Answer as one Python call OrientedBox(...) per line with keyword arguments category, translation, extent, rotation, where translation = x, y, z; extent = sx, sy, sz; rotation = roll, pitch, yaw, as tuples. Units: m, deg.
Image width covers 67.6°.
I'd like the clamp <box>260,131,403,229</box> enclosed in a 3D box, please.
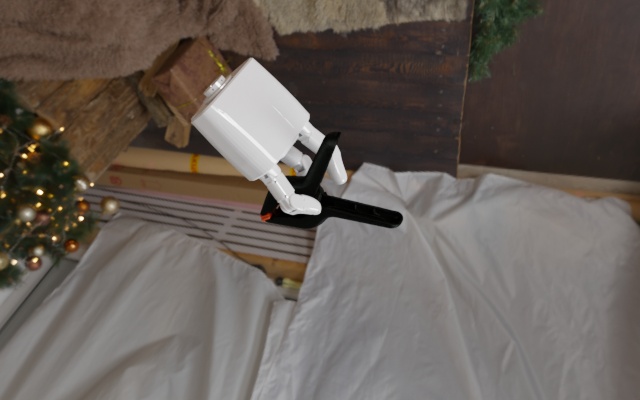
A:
OrientedBox(category="clamp", translation=(-0.001, 0.003, 0.667), extent=(0.210, 0.036, 0.164), rotation=(-24, -60, 42))
